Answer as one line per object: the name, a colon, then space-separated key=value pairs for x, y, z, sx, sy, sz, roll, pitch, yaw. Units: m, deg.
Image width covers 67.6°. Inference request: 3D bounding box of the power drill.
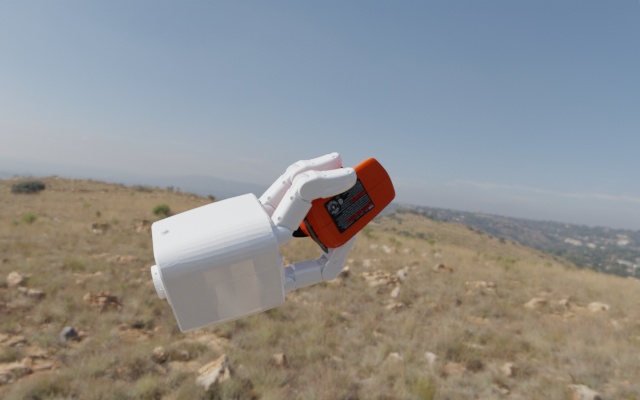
power drill: x=0.000 y=0.002 z=0.558 sx=0.184 sy=0.057 sz=0.187 roll=-40 pitch=13 yaw=-27
